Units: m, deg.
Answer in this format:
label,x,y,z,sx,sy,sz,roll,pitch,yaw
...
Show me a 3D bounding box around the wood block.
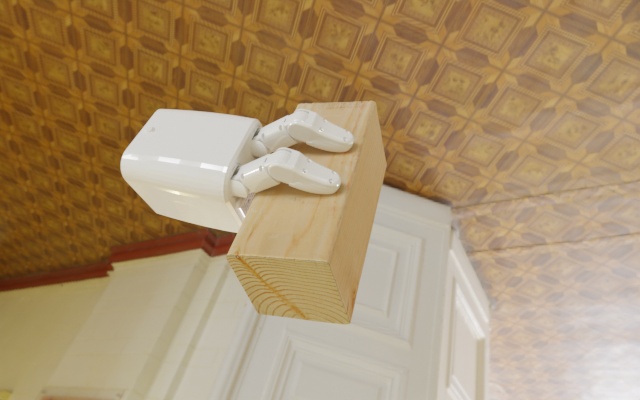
label,x,y,z,sx,sy,sz,roll,pitch,yaw
wood block,0.000,0.002,0.460,0.090,0.206,0.091,2,-44,19
